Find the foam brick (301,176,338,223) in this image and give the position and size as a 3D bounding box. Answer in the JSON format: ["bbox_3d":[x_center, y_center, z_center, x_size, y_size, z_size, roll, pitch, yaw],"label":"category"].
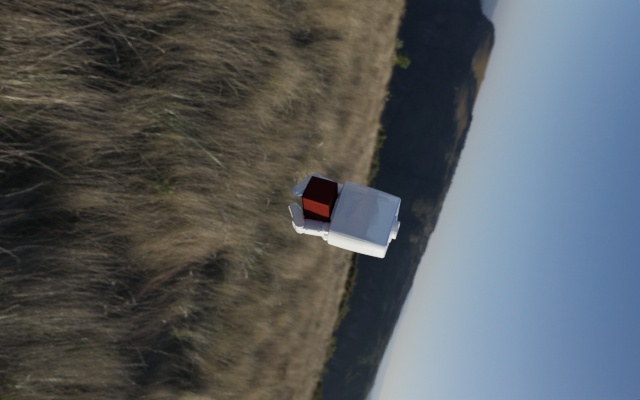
[{"bbox_3d":[0.000,0.003,0.861,0.051,0.053,0.078,16,-32,13],"label":"foam brick"}]
